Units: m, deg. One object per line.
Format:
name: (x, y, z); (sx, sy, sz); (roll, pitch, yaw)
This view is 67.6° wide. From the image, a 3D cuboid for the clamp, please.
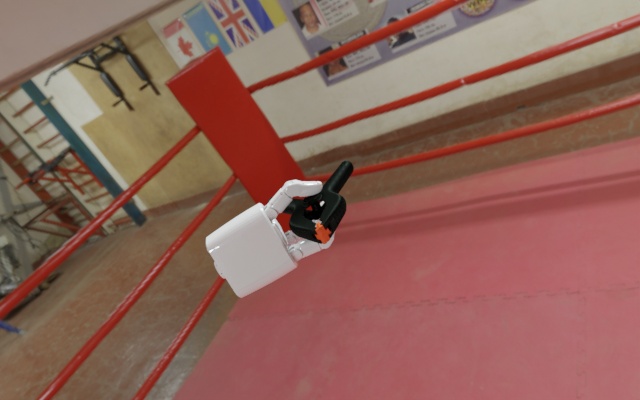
clamp: (0.000, 0.002, 0.763); (0.164, 0.036, 0.210); (-30, 24, -1)
